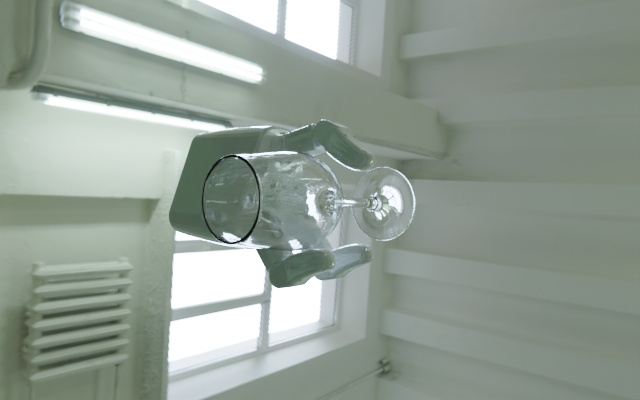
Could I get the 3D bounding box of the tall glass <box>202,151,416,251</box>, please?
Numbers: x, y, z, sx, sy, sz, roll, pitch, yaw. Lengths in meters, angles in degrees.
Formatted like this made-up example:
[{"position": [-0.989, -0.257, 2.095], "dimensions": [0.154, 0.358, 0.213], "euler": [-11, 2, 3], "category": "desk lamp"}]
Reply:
[{"position": [0.001, 0.001, 0.403], "dimensions": [0.079, 0.079, 0.201], "euler": [0, -1, 38], "category": "tall glass"}]
